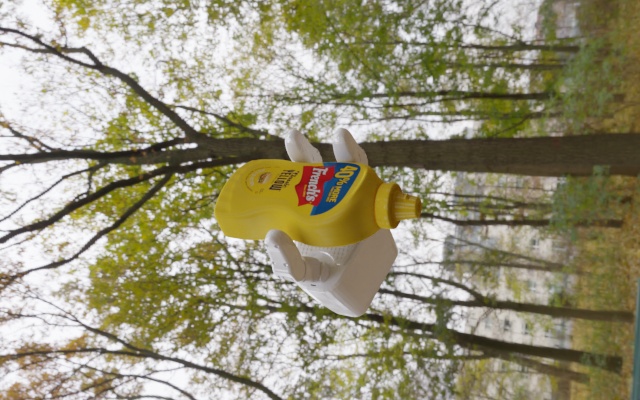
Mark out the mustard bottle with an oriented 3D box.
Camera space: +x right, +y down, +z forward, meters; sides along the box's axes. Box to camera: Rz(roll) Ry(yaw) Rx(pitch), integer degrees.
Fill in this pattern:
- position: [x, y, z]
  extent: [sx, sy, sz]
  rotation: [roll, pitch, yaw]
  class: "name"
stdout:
- position: [0.000, 0.001, 0.452]
  extent: [0.191, 0.058, 0.096]
  rotation: [4, 39, 28]
  class: "mustard bottle"
